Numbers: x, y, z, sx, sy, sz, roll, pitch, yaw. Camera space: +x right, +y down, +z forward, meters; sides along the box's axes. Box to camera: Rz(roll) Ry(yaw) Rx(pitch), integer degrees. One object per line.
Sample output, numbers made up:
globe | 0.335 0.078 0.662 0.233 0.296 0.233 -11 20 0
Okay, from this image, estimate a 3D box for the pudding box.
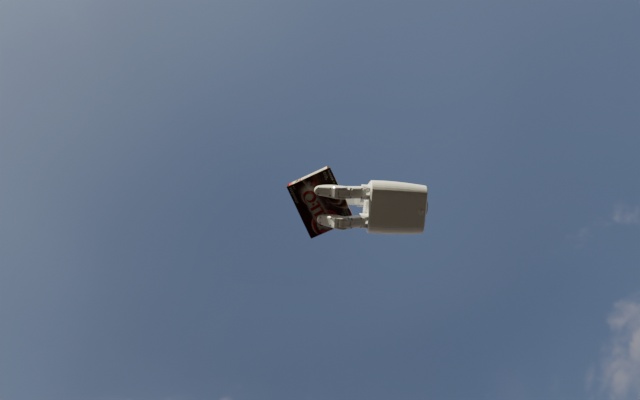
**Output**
pudding box | 0.000 0.003 0.899 0.090 0.113 0.039 -24 8 5
